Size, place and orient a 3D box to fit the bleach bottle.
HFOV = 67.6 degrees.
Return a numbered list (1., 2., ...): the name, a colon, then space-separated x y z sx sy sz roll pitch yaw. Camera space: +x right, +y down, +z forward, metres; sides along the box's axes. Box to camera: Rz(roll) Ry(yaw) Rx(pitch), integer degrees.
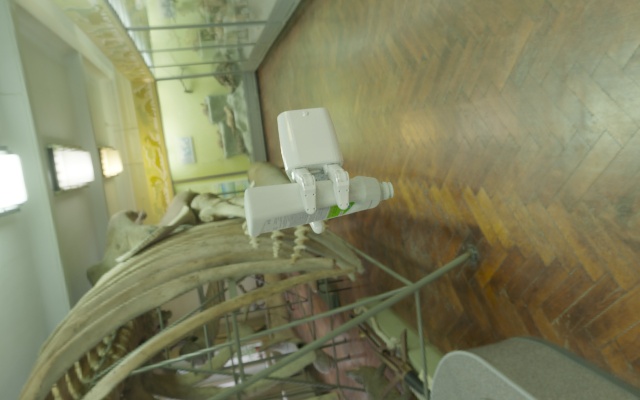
1. bleach bottle: 0.000 0.003 0.814 0.251 0.068 0.103 -8 -19 -13
